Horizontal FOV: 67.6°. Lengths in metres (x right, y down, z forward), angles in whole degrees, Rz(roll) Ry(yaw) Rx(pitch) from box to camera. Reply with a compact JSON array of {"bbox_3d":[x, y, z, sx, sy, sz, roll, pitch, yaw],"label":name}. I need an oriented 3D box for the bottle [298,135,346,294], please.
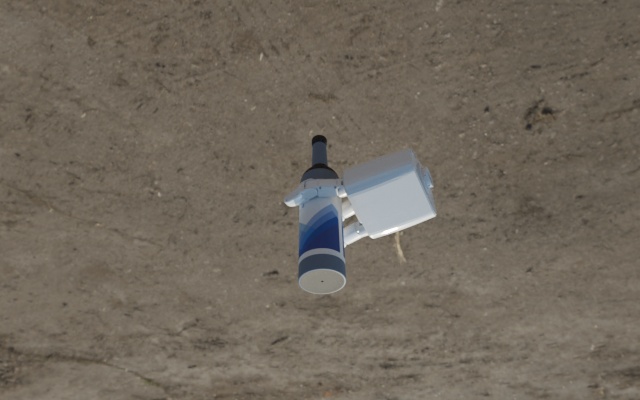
[{"bbox_3d":[0.000,0.003,0.755,0.069,0.295,0.069,-1,-42,-1],"label":"bottle"}]
